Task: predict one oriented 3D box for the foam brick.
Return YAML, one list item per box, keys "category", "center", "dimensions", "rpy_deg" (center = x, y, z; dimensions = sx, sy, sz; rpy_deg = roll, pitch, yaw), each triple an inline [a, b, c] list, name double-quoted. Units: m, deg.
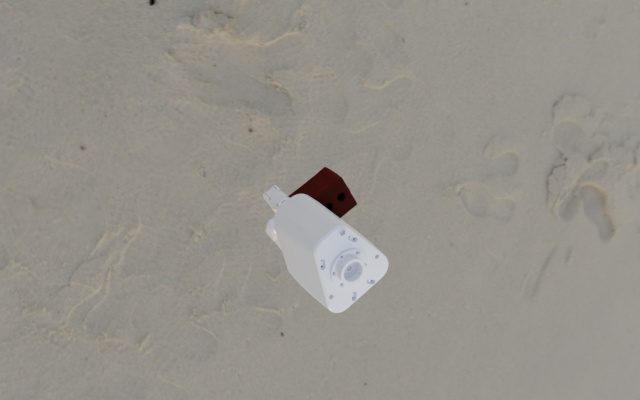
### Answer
- category: "foam brick"
  center: [0.000, 0.002, 0.653]
  dimensions: [0.078, 0.053, 0.051]
  rpy_deg: [-40, 32, -11]
